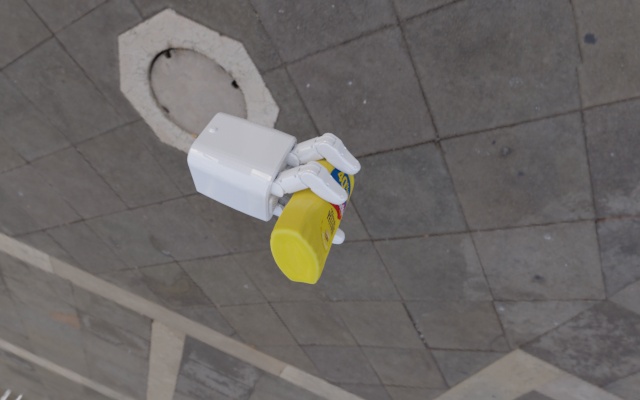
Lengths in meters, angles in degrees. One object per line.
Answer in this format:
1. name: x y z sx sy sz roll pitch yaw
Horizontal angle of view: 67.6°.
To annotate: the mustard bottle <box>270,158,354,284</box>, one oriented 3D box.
1. mustard bottle: 0.000 0.002 0.597 0.058 0.096 0.191 4 45 22
